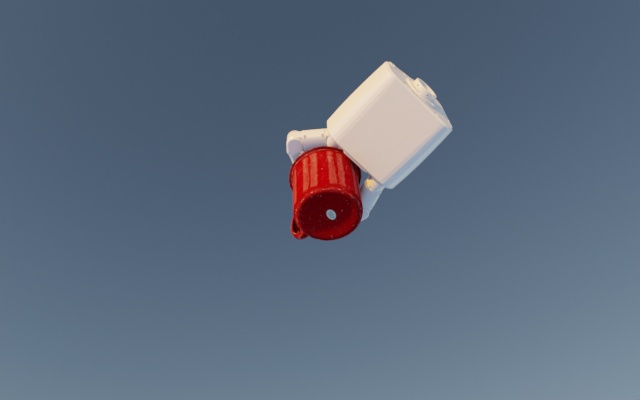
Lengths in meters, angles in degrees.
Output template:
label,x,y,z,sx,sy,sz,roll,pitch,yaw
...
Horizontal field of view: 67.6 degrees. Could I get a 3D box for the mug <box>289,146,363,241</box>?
label,x,y,z,sx,sy,sz,roll,pitch,yaw
mug,-0.001,0.003,0.585,0.093,0.117,0.081,32,28,-23
